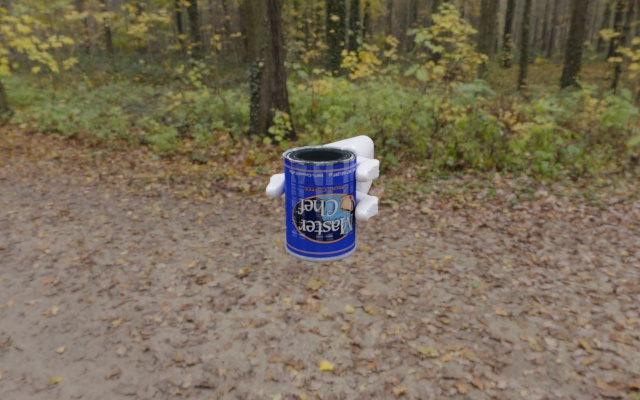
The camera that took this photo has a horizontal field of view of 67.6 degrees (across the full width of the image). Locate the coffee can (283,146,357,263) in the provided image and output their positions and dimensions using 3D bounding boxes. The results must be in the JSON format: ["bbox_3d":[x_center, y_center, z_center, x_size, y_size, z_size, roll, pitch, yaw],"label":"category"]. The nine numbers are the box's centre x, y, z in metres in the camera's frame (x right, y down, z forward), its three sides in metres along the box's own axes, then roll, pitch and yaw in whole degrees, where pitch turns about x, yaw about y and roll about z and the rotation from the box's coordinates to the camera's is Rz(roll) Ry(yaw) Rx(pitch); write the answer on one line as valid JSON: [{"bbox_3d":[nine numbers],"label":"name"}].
[{"bbox_3d":[0.000,0.002,0.672,0.103,0.140,0.102,0,19,0],"label":"coffee can"}]
